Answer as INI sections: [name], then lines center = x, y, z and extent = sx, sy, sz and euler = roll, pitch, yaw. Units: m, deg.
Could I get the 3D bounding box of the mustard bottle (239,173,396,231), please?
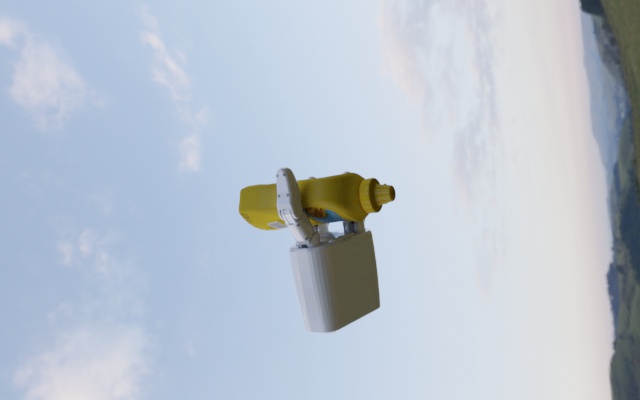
[mustard bottle]
center = 0.000, 0.002, 0.588
extent = 0.191, 0.058, 0.096
euler = -6, -18, 30
